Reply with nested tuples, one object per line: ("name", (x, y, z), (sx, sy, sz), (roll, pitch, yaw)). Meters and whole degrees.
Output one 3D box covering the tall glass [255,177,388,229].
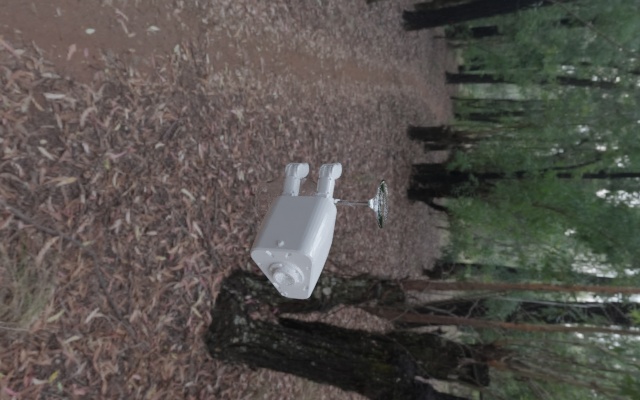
("tall glass", (0.001, 0.002, 0.751), (0.201, 0.079, 0.079), (2, 1, 19))
